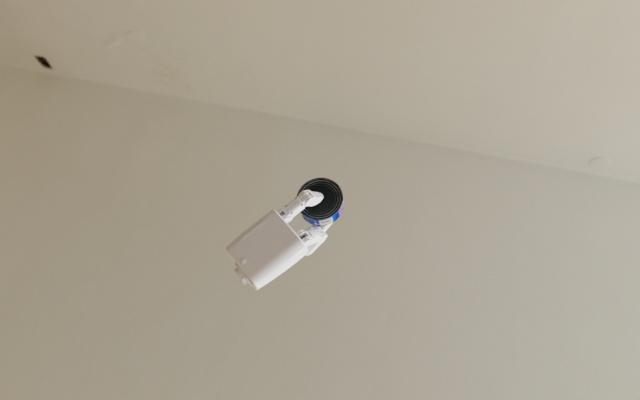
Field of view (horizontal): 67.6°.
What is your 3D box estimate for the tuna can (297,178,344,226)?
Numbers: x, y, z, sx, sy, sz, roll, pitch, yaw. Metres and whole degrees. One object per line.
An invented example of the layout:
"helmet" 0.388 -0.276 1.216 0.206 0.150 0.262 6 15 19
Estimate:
"tuna can" 0.000 0.003 0.880 0.086 0.086 0.034 0 -25 7
